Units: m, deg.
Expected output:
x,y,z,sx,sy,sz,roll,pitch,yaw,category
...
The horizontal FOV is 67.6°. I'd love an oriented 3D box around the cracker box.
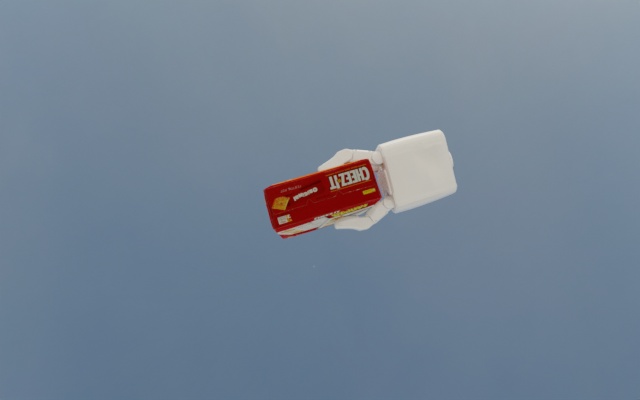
x,y,z,sx,sy,sz,roll,pitch,yaw,category
0.000,0.003,0.785,0.164,0.072,0.214,-17,-7,-3,cracker box
